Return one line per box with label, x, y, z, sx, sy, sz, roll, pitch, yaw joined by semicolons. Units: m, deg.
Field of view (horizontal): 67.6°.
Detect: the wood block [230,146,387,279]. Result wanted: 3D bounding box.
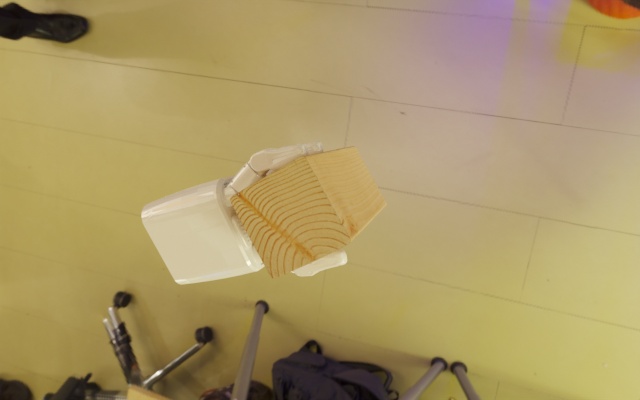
wood block;0.000;0.002;0.532;0.090;0.091;0.206;-28;0;19
